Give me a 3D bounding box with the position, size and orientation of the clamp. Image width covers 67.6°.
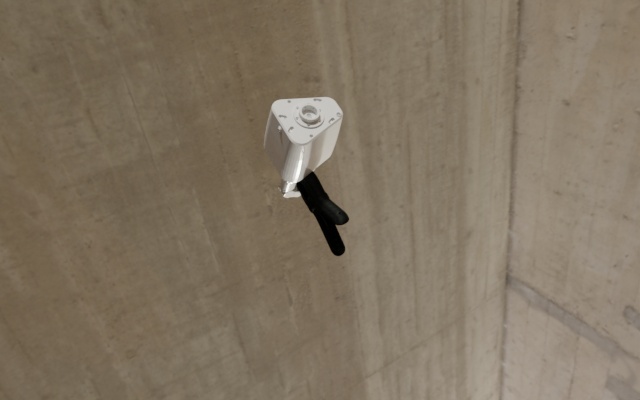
[{"bbox_3d":[0.001,0.002,0.804,0.039,0.171,0.120,-24,-21,-22],"label":"clamp"}]
